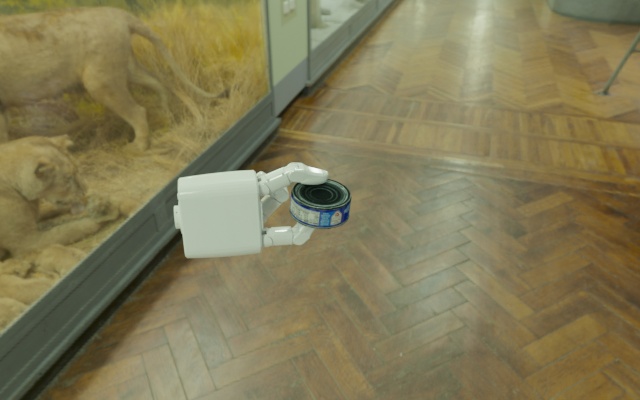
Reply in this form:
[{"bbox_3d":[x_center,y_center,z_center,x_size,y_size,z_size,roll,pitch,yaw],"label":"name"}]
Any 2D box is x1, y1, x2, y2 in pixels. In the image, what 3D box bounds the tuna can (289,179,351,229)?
[{"bbox_3d":[0.000,0.002,0.669,0.086,0.034,0.086,5,32,-3],"label":"tuna can"}]
